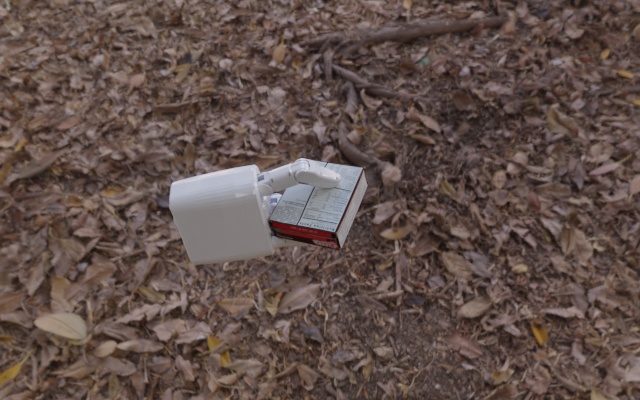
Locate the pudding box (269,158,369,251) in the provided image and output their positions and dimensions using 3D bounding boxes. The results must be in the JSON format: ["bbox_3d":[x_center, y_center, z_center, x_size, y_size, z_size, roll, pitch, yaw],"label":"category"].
[{"bbox_3d":[0.000,0.002,0.592,0.090,0.113,0.039,11,-36,21],"label":"pudding box"}]
